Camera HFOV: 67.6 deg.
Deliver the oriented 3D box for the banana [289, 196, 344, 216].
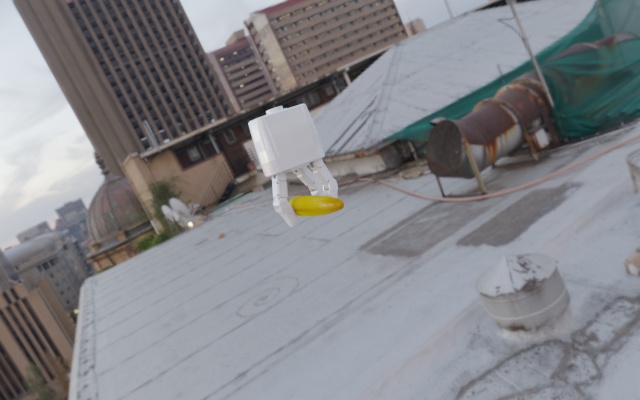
[{"bbox_3d":[-0.018,0.007,0.882,0.069,0.037,0.198,-14,5,-15],"label":"banana"}]
